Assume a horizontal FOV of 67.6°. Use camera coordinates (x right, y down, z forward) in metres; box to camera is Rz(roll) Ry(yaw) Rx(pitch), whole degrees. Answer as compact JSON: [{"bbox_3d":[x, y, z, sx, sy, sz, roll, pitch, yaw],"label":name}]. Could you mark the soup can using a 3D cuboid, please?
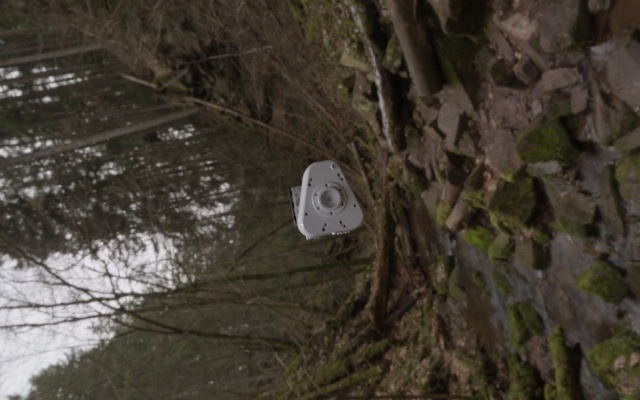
[{"bbox_3d":[0.000,0.003,0.828,0.102,0.068,0.068,-10,1,-4],"label":"soup can"}]
